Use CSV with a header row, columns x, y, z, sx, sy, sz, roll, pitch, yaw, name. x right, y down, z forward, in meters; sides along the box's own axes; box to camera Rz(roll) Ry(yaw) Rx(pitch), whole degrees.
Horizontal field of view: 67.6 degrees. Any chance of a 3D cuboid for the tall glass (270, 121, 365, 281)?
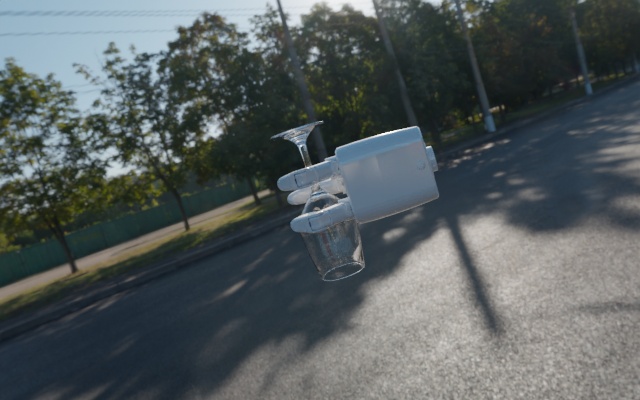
x,y,z,sx,sy,sz,roll,pitch,yaw,name
0.000,0.001,0.633,0.079,0.201,0.079,-18,6,2,tall glass
